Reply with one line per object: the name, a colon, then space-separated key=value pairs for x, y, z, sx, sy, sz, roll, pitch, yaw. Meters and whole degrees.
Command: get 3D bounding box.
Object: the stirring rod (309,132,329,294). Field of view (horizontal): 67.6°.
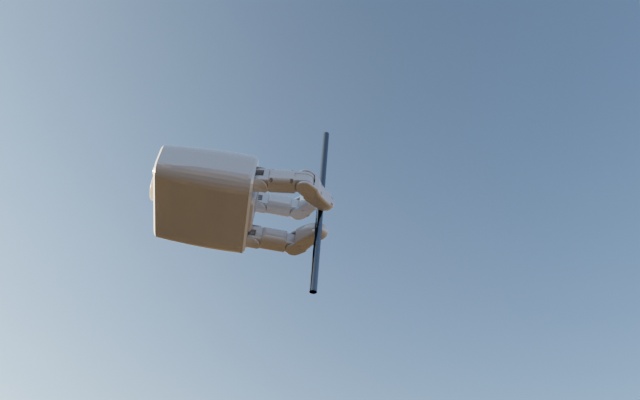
stirring rod: x=0.000 y=0.002 z=0.561 sx=0.011 sy=0.239 sz=0.011 roll=3 pitch=-41 yaw=2
